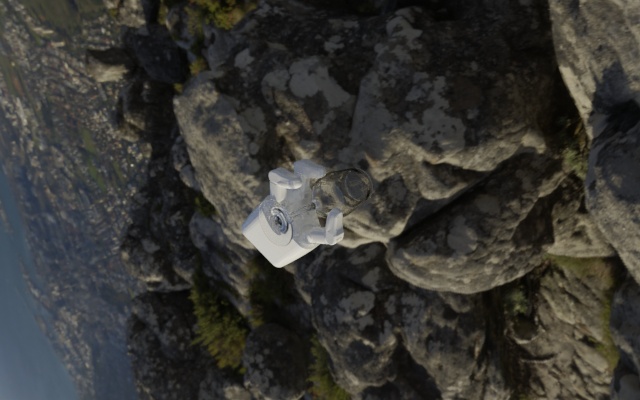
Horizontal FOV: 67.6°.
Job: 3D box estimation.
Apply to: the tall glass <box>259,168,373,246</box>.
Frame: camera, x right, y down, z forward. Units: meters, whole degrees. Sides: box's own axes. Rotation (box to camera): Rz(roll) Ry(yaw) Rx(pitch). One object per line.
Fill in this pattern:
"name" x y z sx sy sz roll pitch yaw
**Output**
"tall glass" 0.000 0.003 0.769 0.079 0.079 0.201 0 18 46
